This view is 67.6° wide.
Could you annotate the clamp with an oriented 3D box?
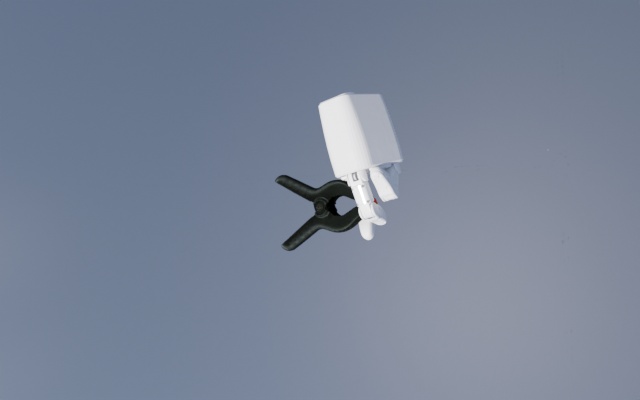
[{"bbox_3d":[0.000,0.002,0.728,0.171,0.120,0.039,-17,-2,26],"label":"clamp"}]
